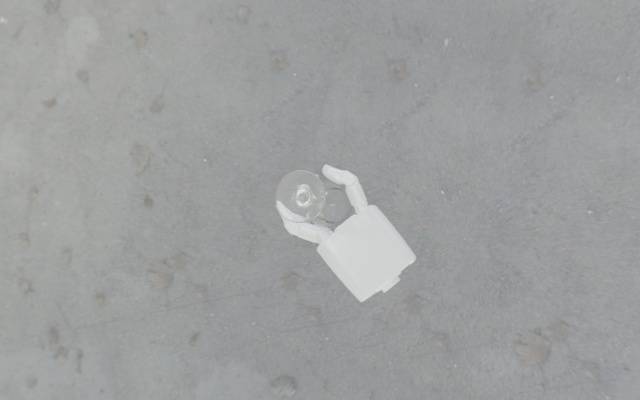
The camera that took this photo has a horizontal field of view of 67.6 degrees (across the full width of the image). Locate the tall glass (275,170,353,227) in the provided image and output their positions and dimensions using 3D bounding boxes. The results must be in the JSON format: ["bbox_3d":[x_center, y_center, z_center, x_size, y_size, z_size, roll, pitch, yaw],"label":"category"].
[{"bbox_3d":[0.000,0.002,0.761,0.079,0.079,0.201,0,-4,17],"label":"tall glass"}]
